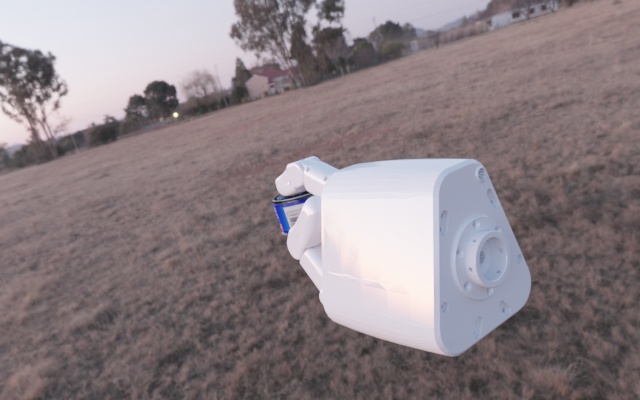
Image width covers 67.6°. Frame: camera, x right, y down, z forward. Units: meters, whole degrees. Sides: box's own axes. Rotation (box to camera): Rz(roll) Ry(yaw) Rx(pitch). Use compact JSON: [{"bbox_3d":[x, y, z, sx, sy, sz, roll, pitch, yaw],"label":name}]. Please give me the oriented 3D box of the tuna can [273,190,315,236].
[{"bbox_3d":[0.000,0.001,0.440,0.086,0.034,0.086,-18,9,3],"label":"tuna can"}]
